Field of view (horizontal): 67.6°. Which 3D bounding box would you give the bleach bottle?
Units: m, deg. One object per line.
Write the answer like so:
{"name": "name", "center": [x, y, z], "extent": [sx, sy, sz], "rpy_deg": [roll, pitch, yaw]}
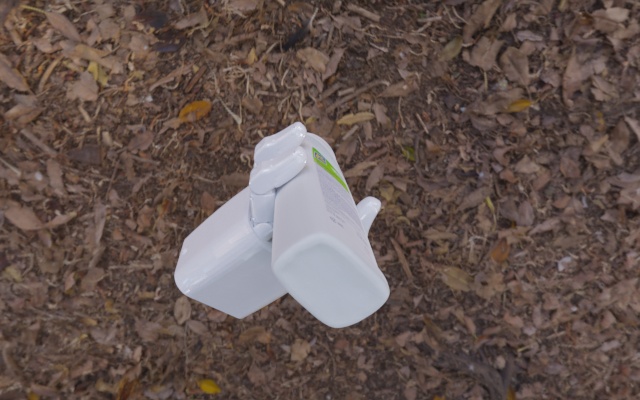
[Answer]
{"name": "bleach bottle", "center": [0.000, 0.002, 0.482], "extent": [0.068, 0.103, 0.250], "rpy_deg": [-35, 27, 16]}
